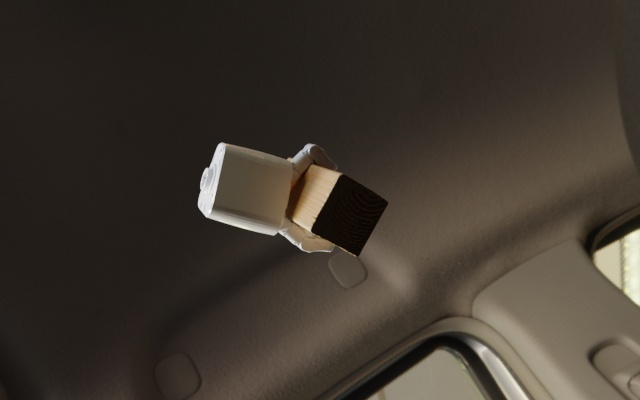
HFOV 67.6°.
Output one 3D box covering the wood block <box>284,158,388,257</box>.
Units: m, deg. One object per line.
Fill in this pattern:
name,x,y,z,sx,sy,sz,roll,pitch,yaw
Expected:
wood block,0.000,0.002,0.734,0.090,0.091,0.206,30,-2,-26
